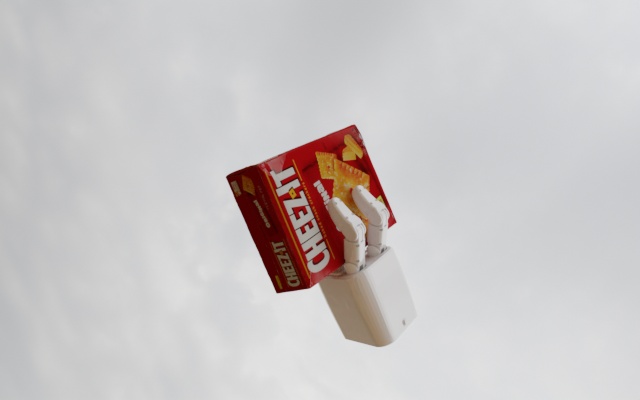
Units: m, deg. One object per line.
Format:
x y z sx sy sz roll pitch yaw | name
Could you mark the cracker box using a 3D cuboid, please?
0.000 0.002 0.647 0.072 0.164 0.213 -17 9 43 | cracker box
